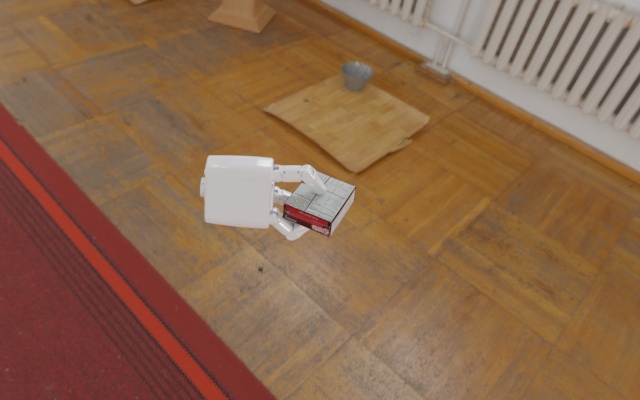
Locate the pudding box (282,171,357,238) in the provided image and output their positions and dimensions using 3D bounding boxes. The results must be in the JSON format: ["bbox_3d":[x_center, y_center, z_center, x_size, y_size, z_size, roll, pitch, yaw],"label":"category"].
[{"bbox_3d":[0.000,0.003,0.814,0.090,0.039,0.113,23,45,14],"label":"pudding box"}]
